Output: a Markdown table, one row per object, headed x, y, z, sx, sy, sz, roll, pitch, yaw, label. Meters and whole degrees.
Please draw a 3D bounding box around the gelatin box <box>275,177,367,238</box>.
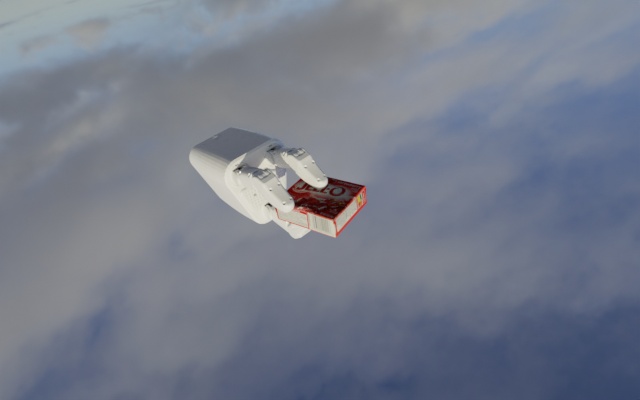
| x | y | z | sx | sy | sz | roll | pitch | yaw | label |
| --- | --- | --- | --- | --- | --- | --- | --- | --- | --- |
| 0.000 | 0.002 | 0.577 | 0.089 | 0.030 | 0.073 | 16 | 43 | 31 | gelatin box |
